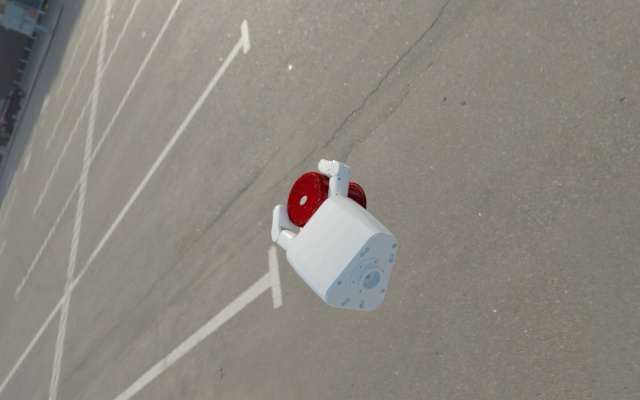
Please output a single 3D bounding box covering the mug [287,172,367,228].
[{"bbox_3d":[-0.001,0.002,0.703,0.081,0.093,0.117,18,13,-36],"label":"mug"}]
